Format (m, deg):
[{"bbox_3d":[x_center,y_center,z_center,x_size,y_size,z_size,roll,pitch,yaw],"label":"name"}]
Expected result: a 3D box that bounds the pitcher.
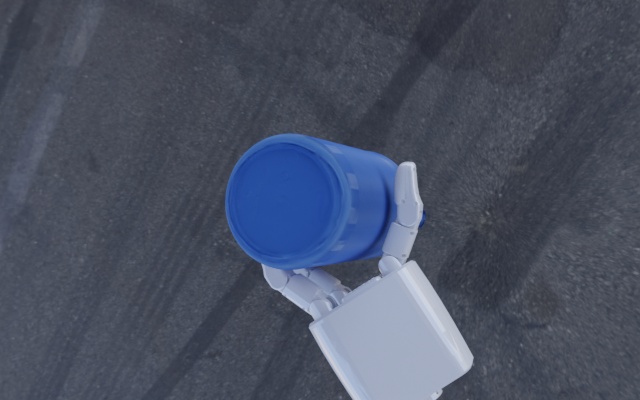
[{"bbox_3d":[0.000,0.002,0.483,0.149,0.145,0.243,-33,-12,16],"label":"pitcher"}]
